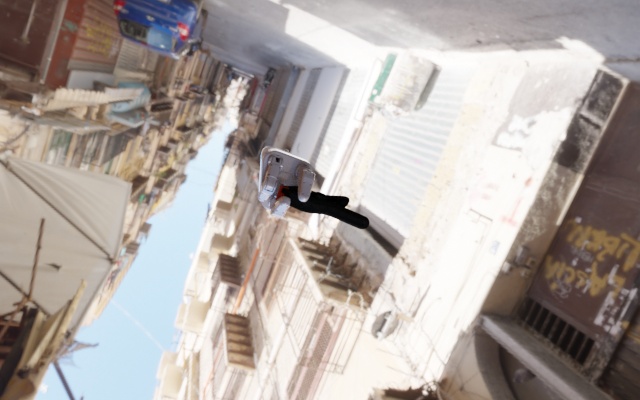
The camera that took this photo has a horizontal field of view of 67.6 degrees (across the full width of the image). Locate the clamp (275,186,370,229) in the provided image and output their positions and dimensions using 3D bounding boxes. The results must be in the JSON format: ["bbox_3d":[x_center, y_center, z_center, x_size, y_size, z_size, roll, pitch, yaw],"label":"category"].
[{"bbox_3d":[0.000,0.003,0.883,0.171,0.039,0.120,19,9,-15],"label":"clamp"}]
